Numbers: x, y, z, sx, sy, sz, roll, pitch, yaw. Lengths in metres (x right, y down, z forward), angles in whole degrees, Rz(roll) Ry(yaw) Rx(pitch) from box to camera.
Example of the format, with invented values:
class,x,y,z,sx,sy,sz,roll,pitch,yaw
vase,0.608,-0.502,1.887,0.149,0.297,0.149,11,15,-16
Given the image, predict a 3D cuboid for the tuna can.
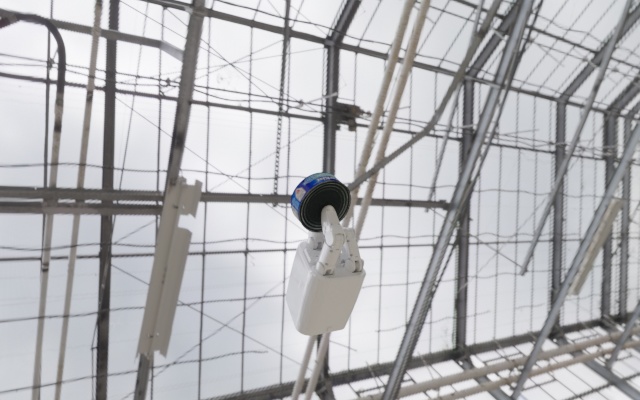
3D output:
class,x,y,z,sx,sy,sz,roll,pitch,yaw
tuna can,0.000,0.002,0.700,0.086,0.086,0.033,0,29,-32
